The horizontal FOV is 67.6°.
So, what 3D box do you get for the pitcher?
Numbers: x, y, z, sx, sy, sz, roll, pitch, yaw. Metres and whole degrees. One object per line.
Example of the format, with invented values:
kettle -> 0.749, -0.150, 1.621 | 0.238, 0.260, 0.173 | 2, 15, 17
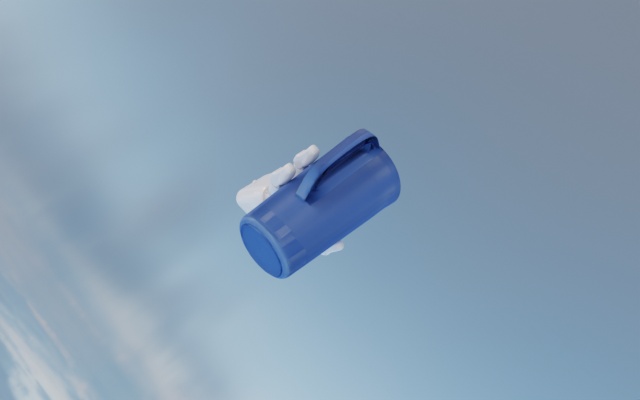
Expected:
pitcher -> 0.000, 0.002, 0.726 | 0.242, 0.149, 0.145 | -36, 18, -30
